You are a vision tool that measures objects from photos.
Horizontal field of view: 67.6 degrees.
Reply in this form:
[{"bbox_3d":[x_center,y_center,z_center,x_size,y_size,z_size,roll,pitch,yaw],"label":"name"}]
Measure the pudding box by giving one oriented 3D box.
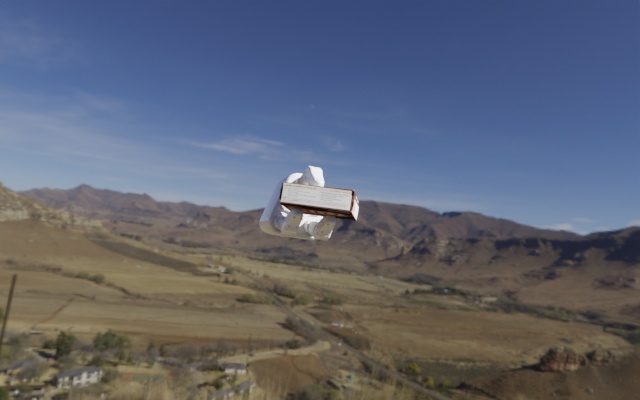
[{"bbox_3d":[0.000,0.002,0.742,0.113,0.039,0.090,5,-8,10],"label":"pudding box"}]
